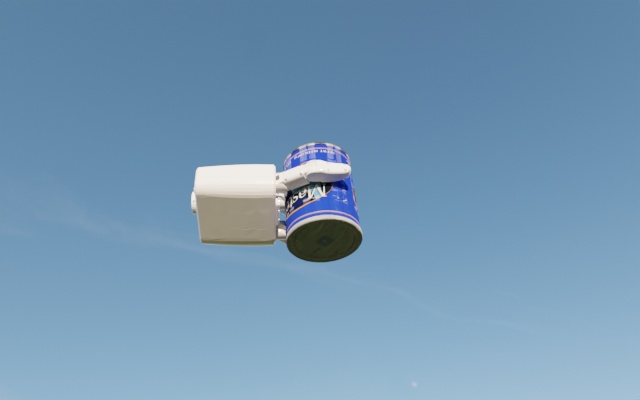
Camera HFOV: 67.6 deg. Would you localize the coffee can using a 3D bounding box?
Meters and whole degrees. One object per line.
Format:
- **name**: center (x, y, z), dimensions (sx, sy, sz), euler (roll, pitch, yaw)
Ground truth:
- **coffee can**: center (0.000, 0.002, 0.681), dimensions (0.103, 0.140, 0.103), euler (-3, -40, -3)
